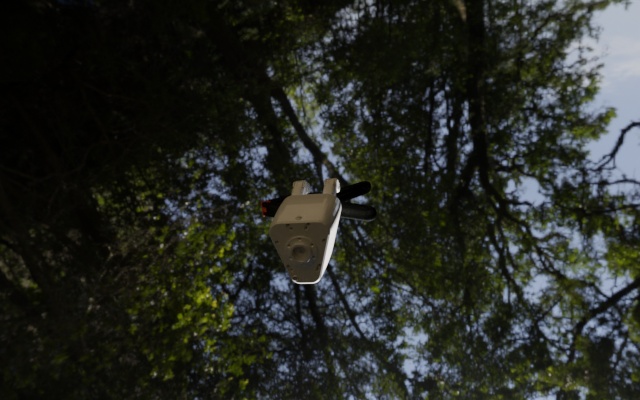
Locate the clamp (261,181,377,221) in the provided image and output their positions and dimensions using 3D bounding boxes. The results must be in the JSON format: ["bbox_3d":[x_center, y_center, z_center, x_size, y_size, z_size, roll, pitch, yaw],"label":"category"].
[{"bbox_3d":[0.000,0.004,0.864,0.210,0.036,0.164,-3,18,11],"label":"clamp"}]
